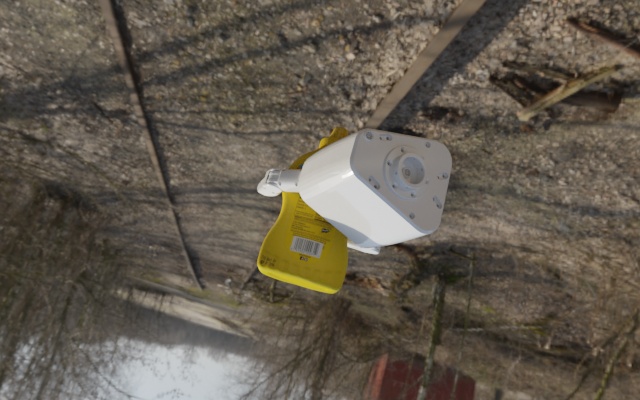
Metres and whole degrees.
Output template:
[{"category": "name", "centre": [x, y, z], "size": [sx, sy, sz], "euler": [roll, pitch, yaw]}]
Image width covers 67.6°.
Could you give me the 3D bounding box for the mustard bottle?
[{"category": "mustard bottle", "centre": [0.000, 0.002, 0.547], "size": [0.096, 0.191, 0.058], "euler": [15, -18, 3]}]
